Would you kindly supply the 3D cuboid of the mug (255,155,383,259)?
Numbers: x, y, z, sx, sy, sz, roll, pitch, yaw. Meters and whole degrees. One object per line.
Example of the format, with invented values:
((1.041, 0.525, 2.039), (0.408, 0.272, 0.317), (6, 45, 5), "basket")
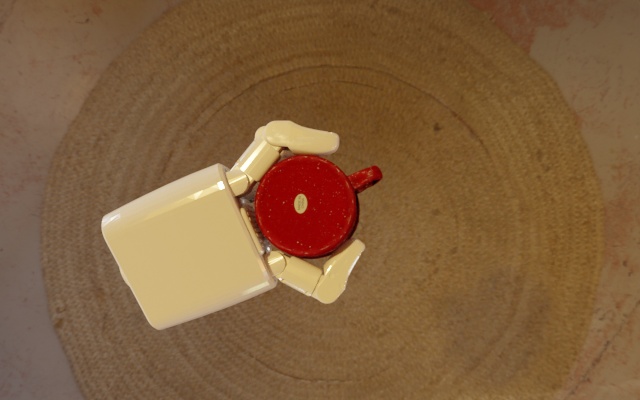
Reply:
((0.001, 0.001, 0.412), (0.117, 0.093, 0.081), (-24, -4, 1), "mug")
